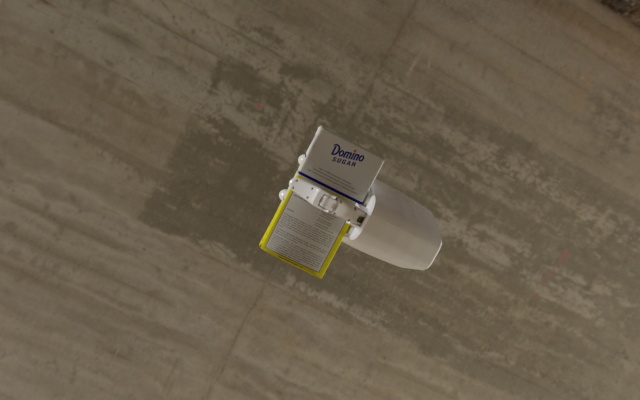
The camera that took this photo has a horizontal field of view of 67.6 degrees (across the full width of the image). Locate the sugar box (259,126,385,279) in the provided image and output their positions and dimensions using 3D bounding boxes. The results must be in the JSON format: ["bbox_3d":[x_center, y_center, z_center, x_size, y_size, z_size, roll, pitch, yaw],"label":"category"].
[{"bbox_3d":[0.000,0.002,0.621,0.093,0.176,0.048,27,7,-8],"label":"sugar box"}]
